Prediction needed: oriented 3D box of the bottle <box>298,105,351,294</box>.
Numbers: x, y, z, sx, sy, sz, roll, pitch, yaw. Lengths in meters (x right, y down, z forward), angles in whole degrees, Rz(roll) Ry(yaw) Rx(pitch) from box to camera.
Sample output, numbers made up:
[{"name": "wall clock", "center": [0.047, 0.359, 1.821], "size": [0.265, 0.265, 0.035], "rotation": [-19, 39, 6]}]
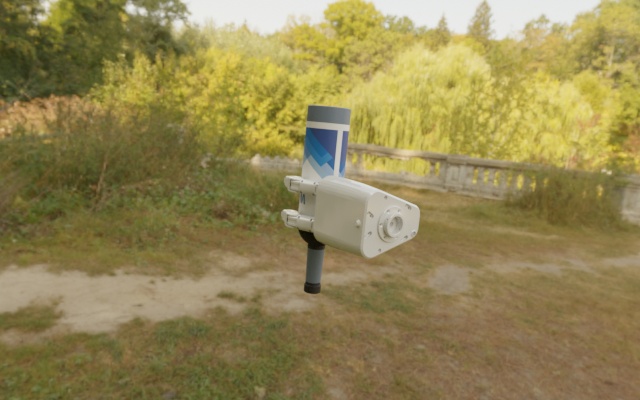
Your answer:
[{"name": "bottle", "center": [0.000, 0.002, 0.751], "size": [0.069, 0.296, 0.069], "rotation": [5, 9, -1]}]
